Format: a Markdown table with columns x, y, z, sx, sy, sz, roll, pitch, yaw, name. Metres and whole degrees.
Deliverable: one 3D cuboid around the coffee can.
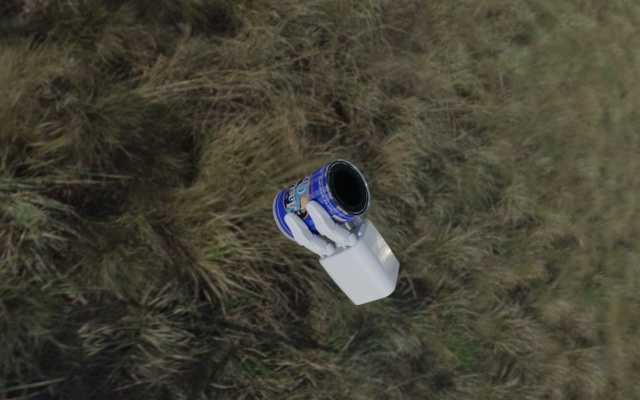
| x | y | z | sx | sy | sz | roll | pitch | yaw | name |
| --- | --- | --- | --- | --- | --- | --- | --- | --- | --- |
| 0.000 | 0.003 | 0.824 | 0.103 | 0.102 | 0.140 | 0 | -21 | -46 | coffee can |
